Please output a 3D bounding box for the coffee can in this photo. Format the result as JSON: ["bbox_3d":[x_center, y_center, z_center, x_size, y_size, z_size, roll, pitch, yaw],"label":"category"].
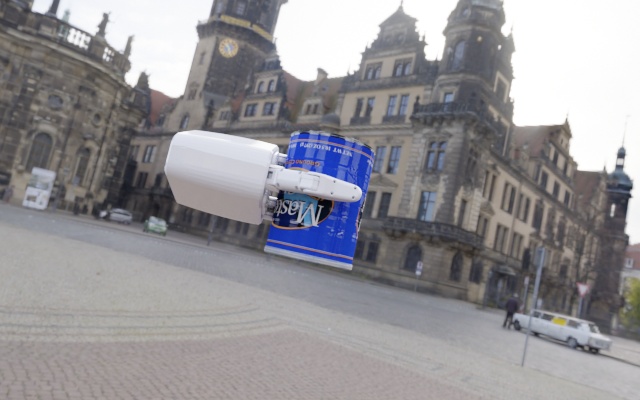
[{"bbox_3d":[0.000,0.002,0.554,0.103,0.140,0.103,12,-7,1],"label":"coffee can"}]
